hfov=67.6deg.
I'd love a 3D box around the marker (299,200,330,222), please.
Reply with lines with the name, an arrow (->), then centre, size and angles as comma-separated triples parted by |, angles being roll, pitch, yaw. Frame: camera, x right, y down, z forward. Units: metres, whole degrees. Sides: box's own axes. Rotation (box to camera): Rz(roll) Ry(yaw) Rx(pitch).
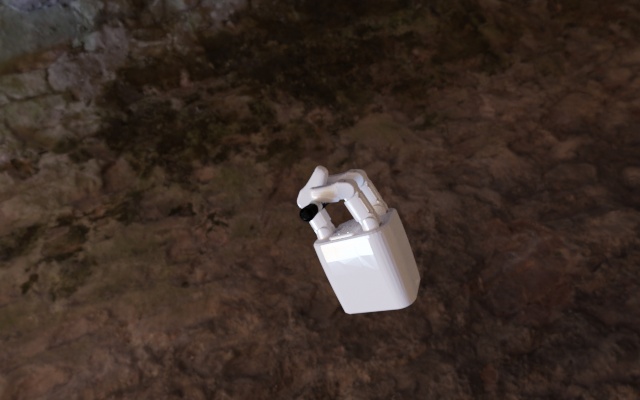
marker -> 0.000, 0.002, 0.611 | 0.020, 0.020, 0.121 | 0, 16, 18
